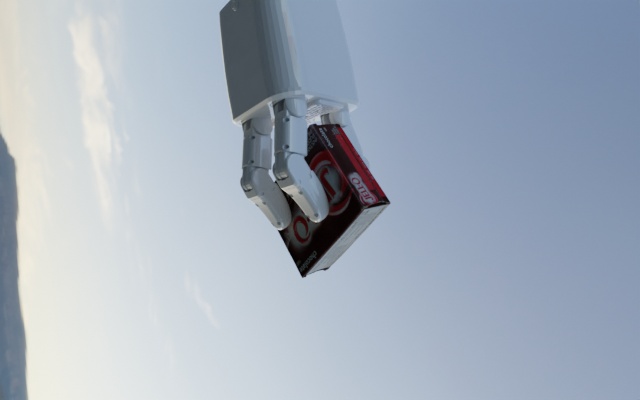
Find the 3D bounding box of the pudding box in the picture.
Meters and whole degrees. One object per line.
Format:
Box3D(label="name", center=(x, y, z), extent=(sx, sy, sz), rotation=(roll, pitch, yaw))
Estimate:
Box3D(label="pudding box", center=(0.000, 0.001, 0.426), extent=(0.039, 0.090, 0.113), rotation=(-10, -31, -37))
